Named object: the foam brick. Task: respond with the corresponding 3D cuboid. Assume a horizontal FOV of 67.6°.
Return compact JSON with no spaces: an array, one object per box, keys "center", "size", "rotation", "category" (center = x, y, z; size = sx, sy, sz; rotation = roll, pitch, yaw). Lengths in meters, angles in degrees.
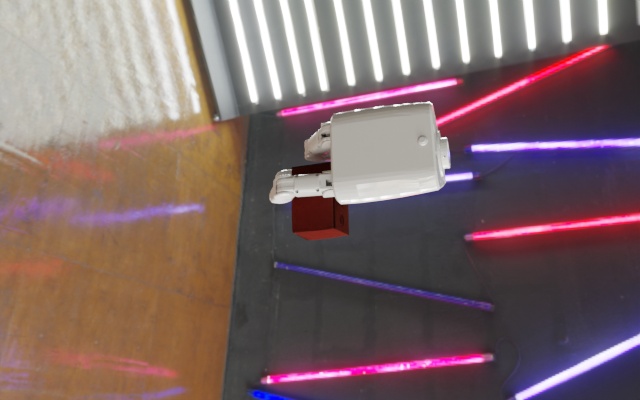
[{"center":[0.000,0.002,0.540],"size":[0.051,0.078,0.053],"rotation":[-6,-14,18],"category":"foam brick"}]
